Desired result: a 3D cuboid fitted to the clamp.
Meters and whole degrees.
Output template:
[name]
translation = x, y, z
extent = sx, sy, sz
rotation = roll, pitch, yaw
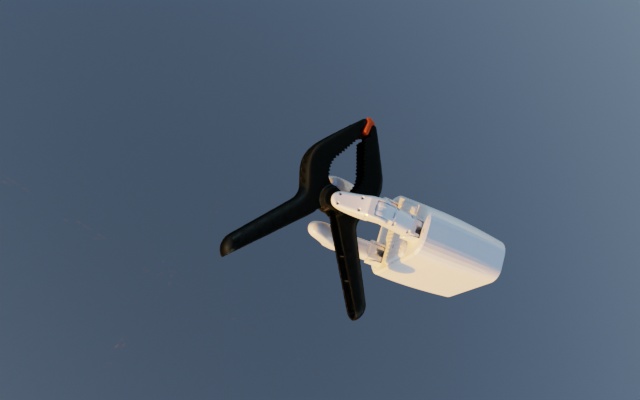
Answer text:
[clamp]
translation = 0.001, 0.001, 0.500
extent = 0.164, 0.210, 0.036
rotation = 22, -13, -17
